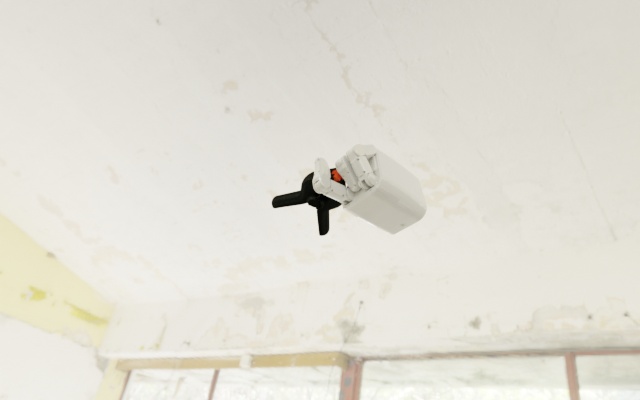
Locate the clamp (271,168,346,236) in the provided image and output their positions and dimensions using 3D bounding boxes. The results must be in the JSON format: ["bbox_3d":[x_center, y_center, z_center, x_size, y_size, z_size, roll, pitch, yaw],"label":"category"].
[{"bbox_3d":[0.000,0.002,0.840,0.120,0.039,0.171,32,-38,-20],"label":"clamp"}]
